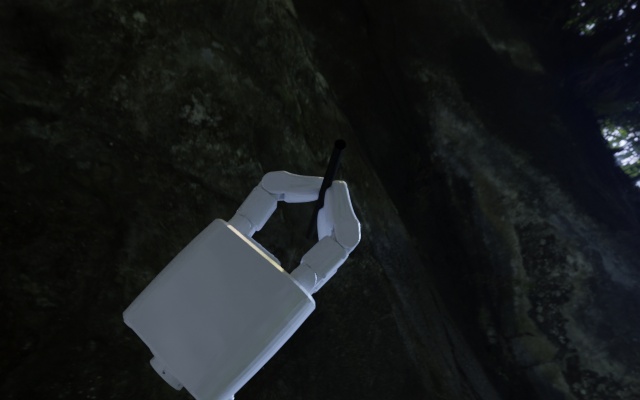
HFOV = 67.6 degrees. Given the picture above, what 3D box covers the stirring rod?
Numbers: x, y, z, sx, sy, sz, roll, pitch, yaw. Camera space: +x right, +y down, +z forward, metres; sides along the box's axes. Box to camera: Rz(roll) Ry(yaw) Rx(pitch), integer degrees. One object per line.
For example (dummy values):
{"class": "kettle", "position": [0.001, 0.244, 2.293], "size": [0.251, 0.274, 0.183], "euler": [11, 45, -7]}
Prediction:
{"class": "stirring rod", "position": [0.000, 0.001, 0.437], "size": [0.011, 0.011, 0.240], "euler": [0, -19, -7]}
